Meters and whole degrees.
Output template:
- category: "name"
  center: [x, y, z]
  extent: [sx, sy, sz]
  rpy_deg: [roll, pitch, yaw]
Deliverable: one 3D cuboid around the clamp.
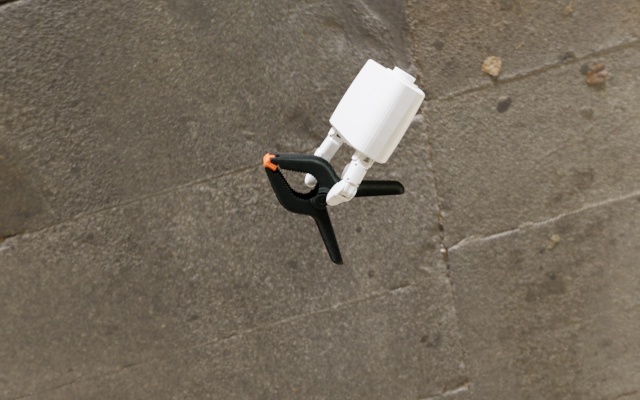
- category: "clamp"
  center: [0.000, 0.002, 0.713]
  extent: [0.210, 0.164, 0.036]
  rpy_deg: [25, 18, -19]
